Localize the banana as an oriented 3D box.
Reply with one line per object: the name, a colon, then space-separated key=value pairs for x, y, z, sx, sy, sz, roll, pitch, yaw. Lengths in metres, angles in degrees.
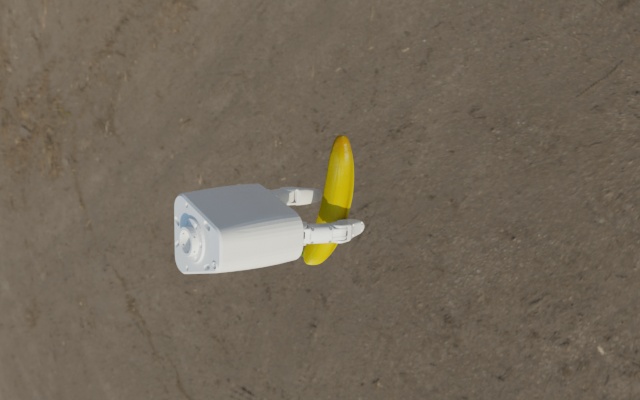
banana: x=0.008 y=0.015 z=0.616 sx=0.037 sy=0.198 sz=0.069 roll=-2 pitch=36 yaw=-35
